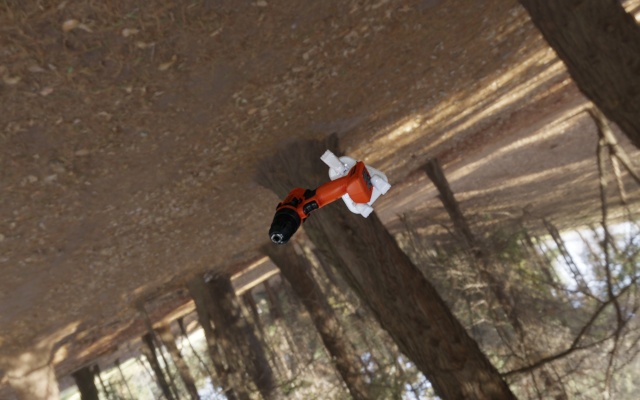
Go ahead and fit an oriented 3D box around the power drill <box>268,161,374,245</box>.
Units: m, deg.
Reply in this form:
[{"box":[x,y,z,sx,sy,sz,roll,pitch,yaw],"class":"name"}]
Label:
[{"box":[0.001,0.003,0.875,0.188,0.057,0.184,-22,20,20],"class":"power drill"}]
